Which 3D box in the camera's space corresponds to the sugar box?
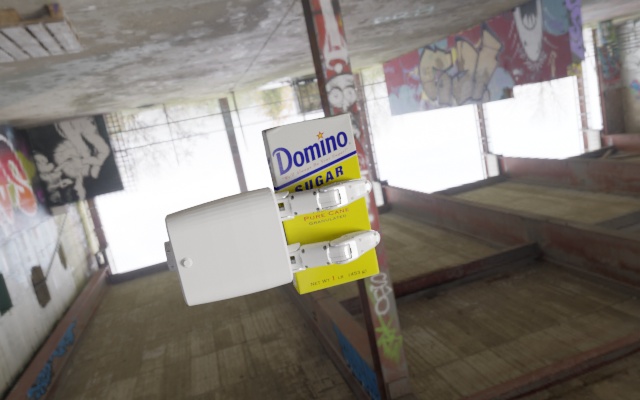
[{"bbox_3d":[0.000,0.002,0.512,0.093,0.176,0.048,-14,10,-11],"label":"sugar box"}]
